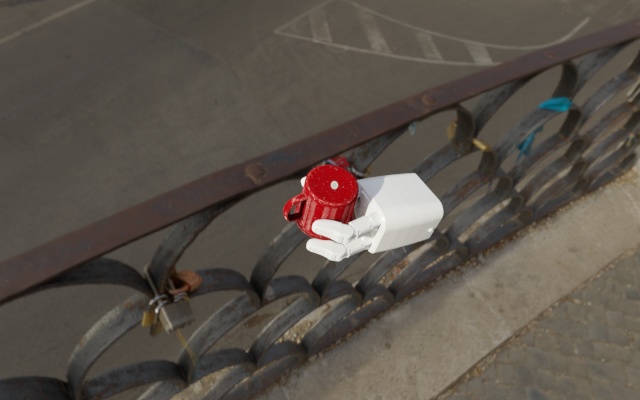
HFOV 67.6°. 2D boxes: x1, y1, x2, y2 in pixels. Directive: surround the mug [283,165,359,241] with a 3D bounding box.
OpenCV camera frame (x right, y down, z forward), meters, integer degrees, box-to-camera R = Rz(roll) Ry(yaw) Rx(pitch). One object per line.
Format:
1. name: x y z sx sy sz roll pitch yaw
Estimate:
1. mug: -0.001 0.002 0.719 0.117 0.093 0.082 -11 -35 -19
